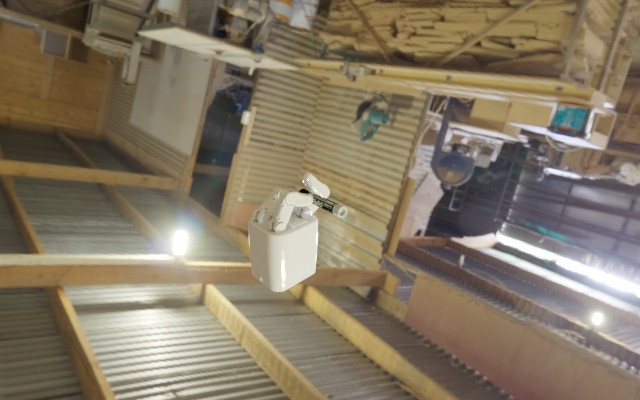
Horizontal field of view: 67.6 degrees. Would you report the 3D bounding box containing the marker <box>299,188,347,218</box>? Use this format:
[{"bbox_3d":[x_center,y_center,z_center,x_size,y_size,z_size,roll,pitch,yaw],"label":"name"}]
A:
[{"bbox_3d":[0.000,0.003,0.788,0.020,0.020,0.121,0,15,-37],"label":"marker"}]
